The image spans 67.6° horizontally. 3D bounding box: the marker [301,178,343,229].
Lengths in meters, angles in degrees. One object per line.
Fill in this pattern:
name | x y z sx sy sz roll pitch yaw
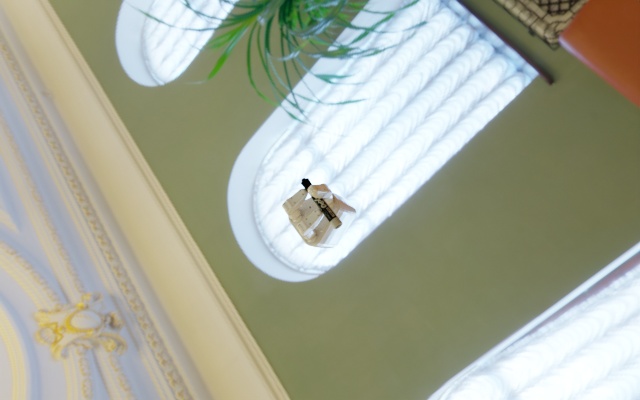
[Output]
marker | 0.000 0.003 0.897 0.020 0.121 0.020 -30 -24 -15
